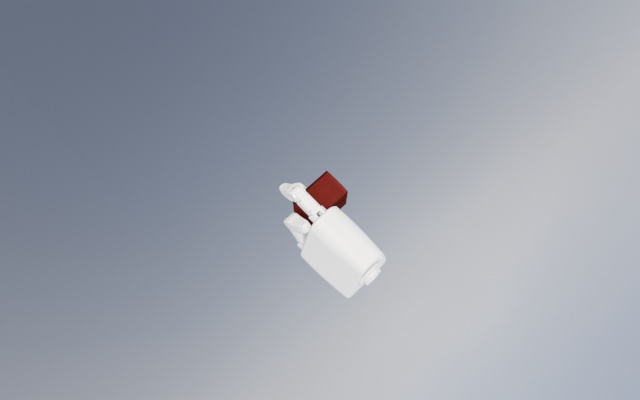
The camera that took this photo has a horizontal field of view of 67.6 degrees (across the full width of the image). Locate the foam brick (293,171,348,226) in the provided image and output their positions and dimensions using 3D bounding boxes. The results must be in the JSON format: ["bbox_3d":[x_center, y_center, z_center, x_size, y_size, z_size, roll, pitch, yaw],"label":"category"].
[{"bbox_3d":[0.000,0.002,0.778,0.078,0.051,0.053,-42,-19,-18],"label":"foam brick"}]
